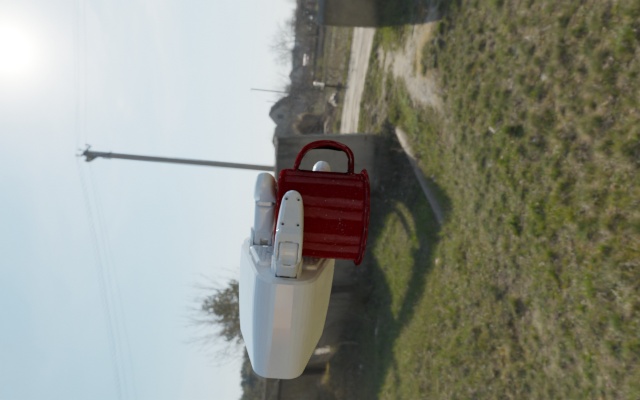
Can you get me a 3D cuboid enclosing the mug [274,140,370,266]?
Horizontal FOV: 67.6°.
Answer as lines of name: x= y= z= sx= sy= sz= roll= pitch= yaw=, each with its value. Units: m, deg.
mug: x=0.000 y=0.000 z=0.450 sx=0.081 sy=0.117 sz=0.093 roll=4 pitch=15 yaw=-3
